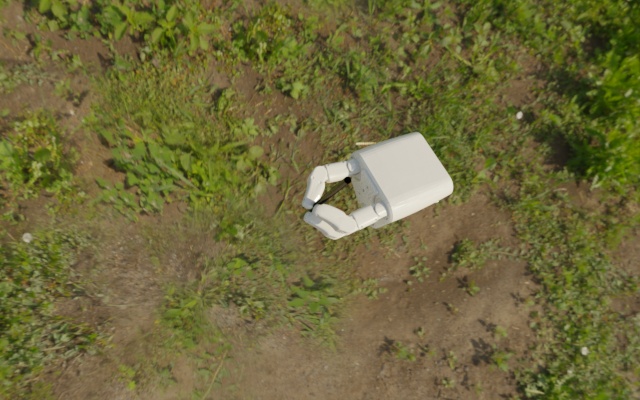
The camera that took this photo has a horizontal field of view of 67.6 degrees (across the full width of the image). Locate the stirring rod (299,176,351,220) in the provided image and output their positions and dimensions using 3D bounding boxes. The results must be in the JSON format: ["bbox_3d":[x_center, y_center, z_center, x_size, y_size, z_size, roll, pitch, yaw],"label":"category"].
[{"bbox_3d":[0.000,0.002,0.613,0.011,0.011,0.239,0,-11,-14],"label":"stirring rod"}]
